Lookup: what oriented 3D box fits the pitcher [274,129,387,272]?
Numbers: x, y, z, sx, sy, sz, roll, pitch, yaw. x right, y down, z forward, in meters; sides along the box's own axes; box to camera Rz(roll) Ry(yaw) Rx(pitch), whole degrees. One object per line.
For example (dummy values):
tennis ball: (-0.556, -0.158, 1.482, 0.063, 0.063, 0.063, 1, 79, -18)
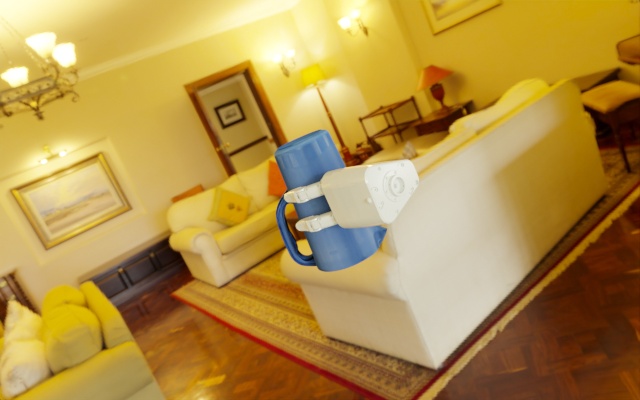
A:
pitcher: (0.000, 0.003, 0.881, 0.149, 0.243, 0.145, -32, 14, -32)
